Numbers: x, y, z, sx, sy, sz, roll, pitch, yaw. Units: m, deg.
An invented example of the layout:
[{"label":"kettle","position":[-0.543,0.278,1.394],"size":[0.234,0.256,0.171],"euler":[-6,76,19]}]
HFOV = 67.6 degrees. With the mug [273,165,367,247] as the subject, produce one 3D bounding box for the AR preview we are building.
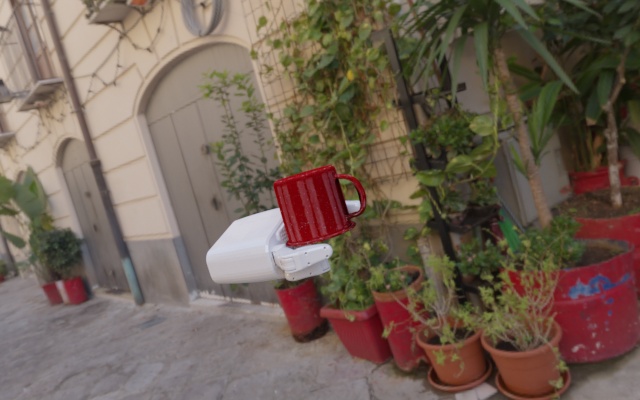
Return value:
[{"label":"mug","position":[0.001,0.001,0.593],"size":[0.117,0.081,0.093],"euler":[-13,7,26]}]
